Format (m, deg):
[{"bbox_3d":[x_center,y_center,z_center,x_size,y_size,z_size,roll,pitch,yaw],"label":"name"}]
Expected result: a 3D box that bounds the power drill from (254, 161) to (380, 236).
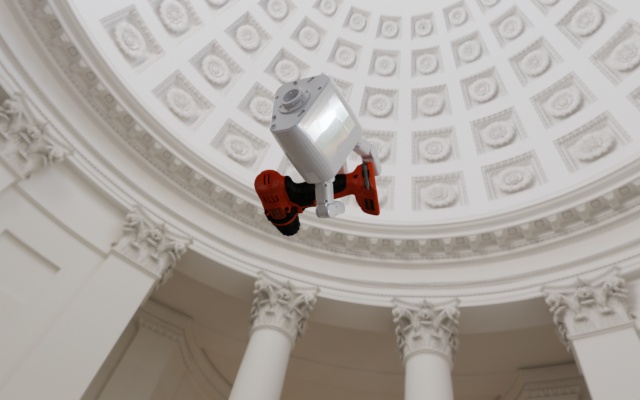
[{"bbox_3d":[0.001,0.002,0.775,0.187,0.057,0.184,-9,-27,5],"label":"power drill"}]
